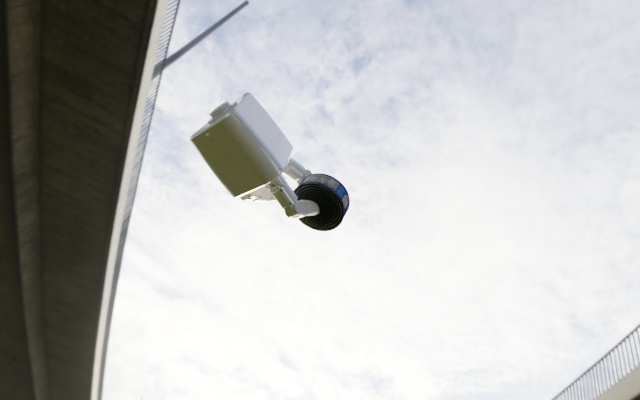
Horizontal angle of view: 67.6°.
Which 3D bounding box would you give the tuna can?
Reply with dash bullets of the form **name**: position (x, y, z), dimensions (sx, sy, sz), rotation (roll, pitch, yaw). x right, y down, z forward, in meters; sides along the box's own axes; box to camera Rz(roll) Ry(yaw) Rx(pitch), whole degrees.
- **tuna can**: position (0.000, 0.002, 0.720), dimensions (0.086, 0.086, 0.033), rotation (0, 32, 24)
